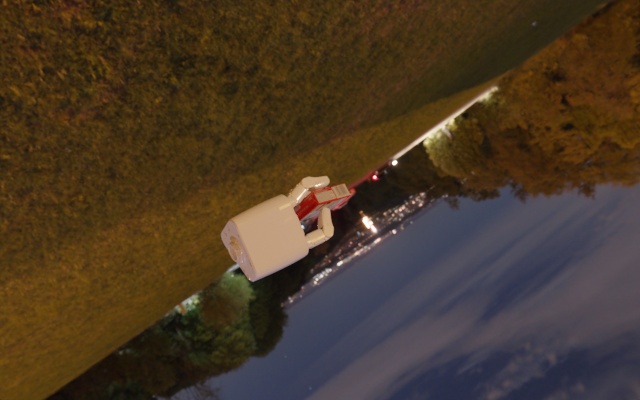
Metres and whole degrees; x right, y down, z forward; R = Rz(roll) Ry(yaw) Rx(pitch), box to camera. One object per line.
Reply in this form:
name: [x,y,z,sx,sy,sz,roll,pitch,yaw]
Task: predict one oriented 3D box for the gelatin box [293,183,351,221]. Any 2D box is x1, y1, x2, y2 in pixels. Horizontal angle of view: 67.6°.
gelatin box: [0.001,0.003,0.882,0.089,0.030,0.073,-15,-17,-43]
